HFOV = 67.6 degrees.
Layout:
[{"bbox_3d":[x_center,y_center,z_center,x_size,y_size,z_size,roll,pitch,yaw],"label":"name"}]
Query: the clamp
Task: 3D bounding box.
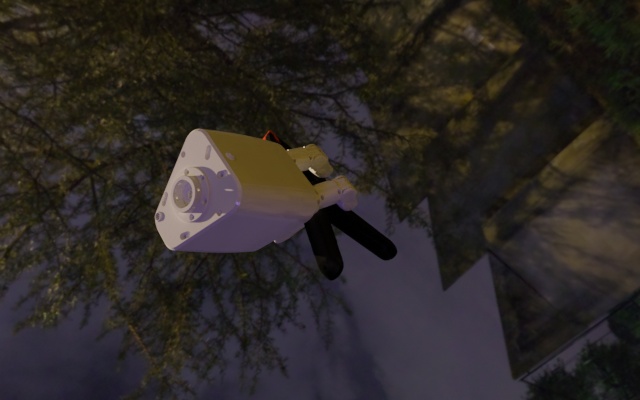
[{"bbox_3d":[-0.001,0.002,0.559,0.036,0.210,0.164,-47,-27,21],"label":"clamp"}]
